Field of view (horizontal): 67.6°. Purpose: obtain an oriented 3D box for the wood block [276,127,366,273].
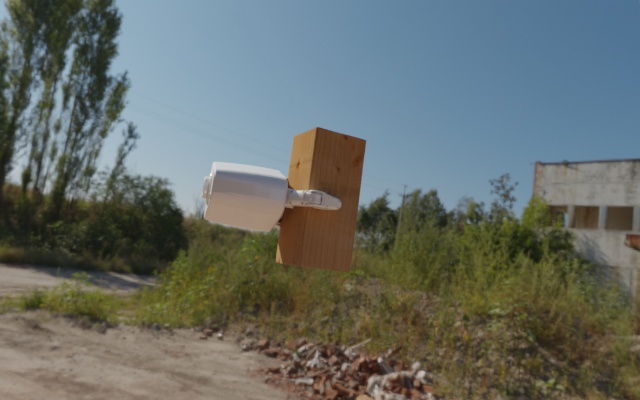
[{"bbox_3d":[0.000,0.002,0.745,0.090,0.206,0.091,11,-8,-27],"label":"wood block"}]
